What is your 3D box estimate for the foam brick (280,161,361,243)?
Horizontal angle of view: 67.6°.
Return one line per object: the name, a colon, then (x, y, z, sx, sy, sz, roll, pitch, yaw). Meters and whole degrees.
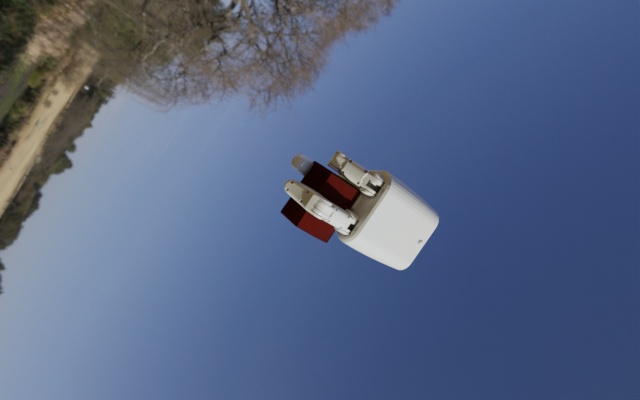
foam brick: (0.000, 0.002, 0.579, 0.051, 0.078, 0.053, 32, 5, -33)
